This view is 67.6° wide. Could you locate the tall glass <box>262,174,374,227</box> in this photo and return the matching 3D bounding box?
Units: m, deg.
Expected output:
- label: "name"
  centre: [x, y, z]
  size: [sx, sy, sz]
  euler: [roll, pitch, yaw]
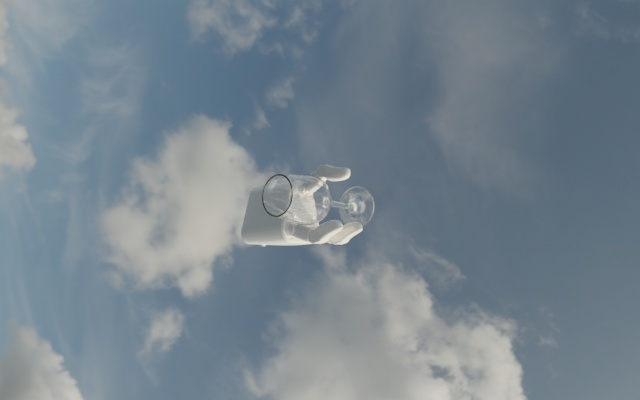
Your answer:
- label: "tall glass"
  centre: [0.001, 0.002, 0.759]
  size: [0.079, 0.079, 0.201]
  euler: [0, -6, 39]
